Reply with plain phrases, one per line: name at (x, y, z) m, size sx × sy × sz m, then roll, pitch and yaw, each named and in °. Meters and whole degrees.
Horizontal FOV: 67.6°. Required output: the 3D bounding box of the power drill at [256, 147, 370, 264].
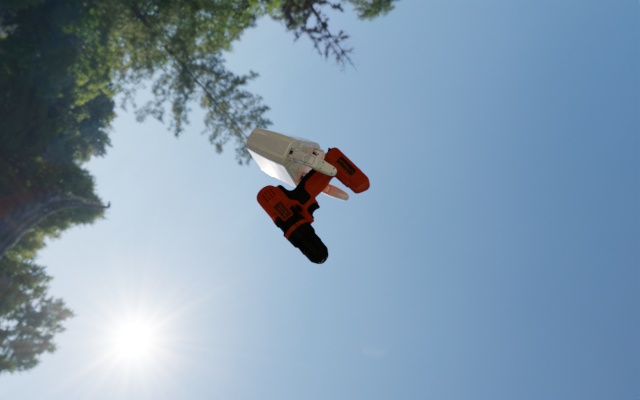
power drill at (0.000, 0.002, 0.891) m, size 0.187 × 0.184 × 0.057 m, roll -38°, pitch -18°, yaw -13°
